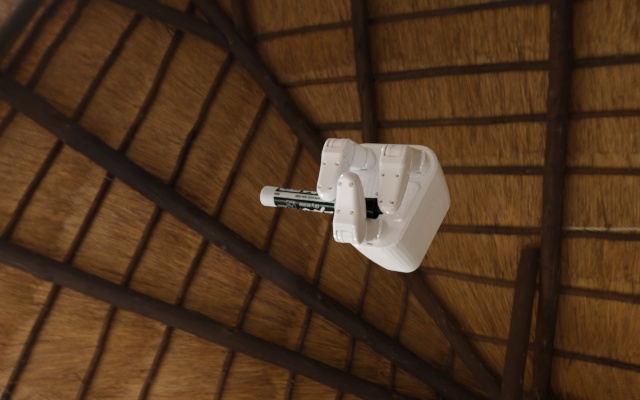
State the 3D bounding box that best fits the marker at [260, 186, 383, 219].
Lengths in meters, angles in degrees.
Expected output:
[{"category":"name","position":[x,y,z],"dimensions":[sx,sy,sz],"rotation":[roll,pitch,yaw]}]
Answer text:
[{"category":"marker","position":[0.000,0.001,0.435],"dimensions":[0.121,0.020,0.020],"rotation":[6,3,27]}]
